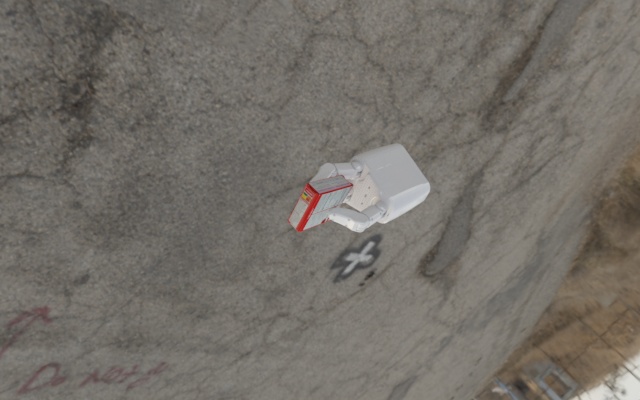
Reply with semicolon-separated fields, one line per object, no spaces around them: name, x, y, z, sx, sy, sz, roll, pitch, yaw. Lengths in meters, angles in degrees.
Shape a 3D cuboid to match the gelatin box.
gelatin box;0.000;0.003;0.710;0.030;0.073;0.089;43;34;21
